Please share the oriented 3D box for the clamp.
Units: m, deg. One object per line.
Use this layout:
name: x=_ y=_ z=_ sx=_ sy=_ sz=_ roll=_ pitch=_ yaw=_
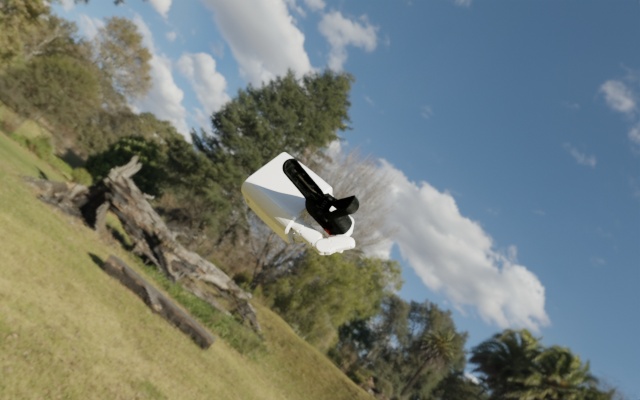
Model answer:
clamp: x=0.001 y=0.002 z=0.689 sx=0.120 sy=0.039 sz=0.171 roll=41 pitch=-17 yaw=14
